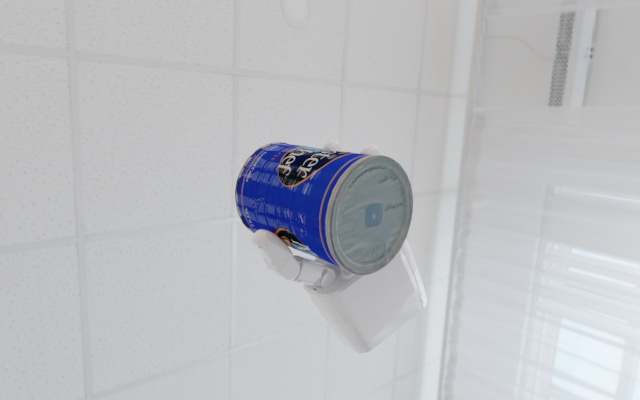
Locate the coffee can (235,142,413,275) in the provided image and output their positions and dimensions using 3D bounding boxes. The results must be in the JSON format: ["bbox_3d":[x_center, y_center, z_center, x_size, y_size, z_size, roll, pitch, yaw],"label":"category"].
[{"bbox_3d":[0.000,0.001,0.451,0.103,0.103,0.140,0,10,-42],"label":"coffee can"}]
